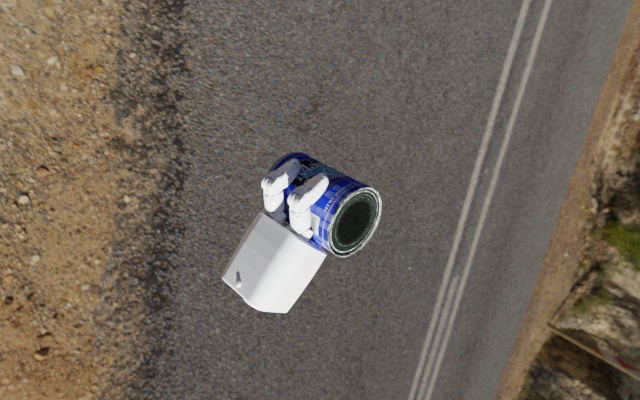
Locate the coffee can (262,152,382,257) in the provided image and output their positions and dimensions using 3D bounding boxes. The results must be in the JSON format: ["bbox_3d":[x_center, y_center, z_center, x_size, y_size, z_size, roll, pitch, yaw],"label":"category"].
[{"bbox_3d":[0.000,0.002,0.673,0.140,0.103,0.103,30,20,38],"label":"coffee can"}]
